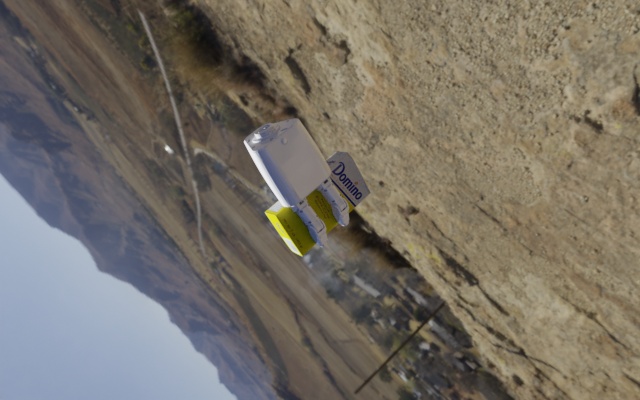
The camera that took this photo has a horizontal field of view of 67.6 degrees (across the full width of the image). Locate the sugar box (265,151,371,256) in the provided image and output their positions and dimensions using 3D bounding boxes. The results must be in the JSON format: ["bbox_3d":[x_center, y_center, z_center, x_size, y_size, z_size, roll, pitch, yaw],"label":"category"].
[{"bbox_3d":[0.000,0.003,0.819,0.176,0.093,0.048,-41,27,-20],"label":"sugar box"}]
